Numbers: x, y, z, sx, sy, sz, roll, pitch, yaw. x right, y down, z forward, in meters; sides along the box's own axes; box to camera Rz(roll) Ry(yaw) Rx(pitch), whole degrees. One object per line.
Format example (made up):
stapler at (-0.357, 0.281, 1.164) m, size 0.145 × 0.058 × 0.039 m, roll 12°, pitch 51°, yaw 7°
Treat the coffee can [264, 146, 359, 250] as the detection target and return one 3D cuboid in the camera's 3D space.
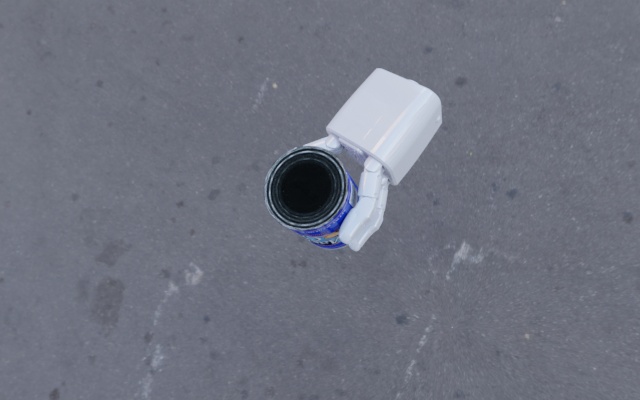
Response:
coffee can at (0.000, 0.002, 0.614) m, size 0.103 × 0.102 × 0.140 m, roll 0°, pitch -14°, yaw 15°
